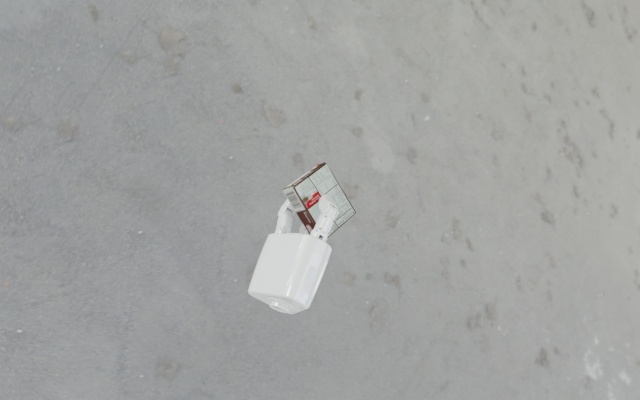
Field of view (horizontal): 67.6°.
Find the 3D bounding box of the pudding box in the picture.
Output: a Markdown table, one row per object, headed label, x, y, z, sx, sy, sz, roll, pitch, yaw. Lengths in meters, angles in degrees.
| label | x | y | z | sx | sy | sz | roll | pitch | yaw |
| --- | --- | --- | --- | --- | --- | --- | --- | --- | --- |
| pudding box | 0.000 | 0.003 | 0.843 | 0.090 | 0.113 | 0.039 | -39 | 15 | -35 |
